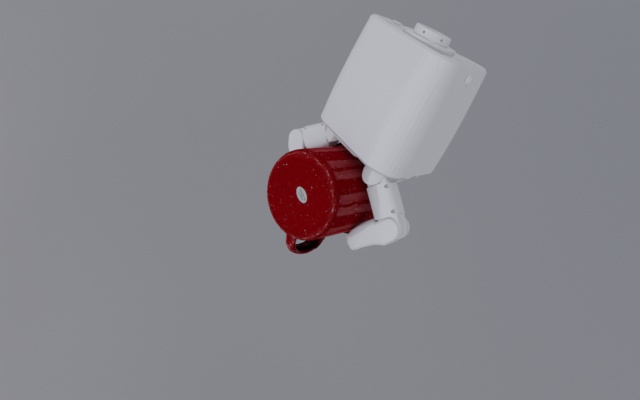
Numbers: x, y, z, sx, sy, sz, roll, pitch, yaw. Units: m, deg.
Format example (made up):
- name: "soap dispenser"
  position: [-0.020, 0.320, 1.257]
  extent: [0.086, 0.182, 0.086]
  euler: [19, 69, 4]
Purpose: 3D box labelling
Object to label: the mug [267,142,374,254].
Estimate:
- name: "mug"
  position: [-0.001, 0.003, 0.451]
  extent: [0.093, 0.117, 0.081]
  euler: [40, 28, 27]
